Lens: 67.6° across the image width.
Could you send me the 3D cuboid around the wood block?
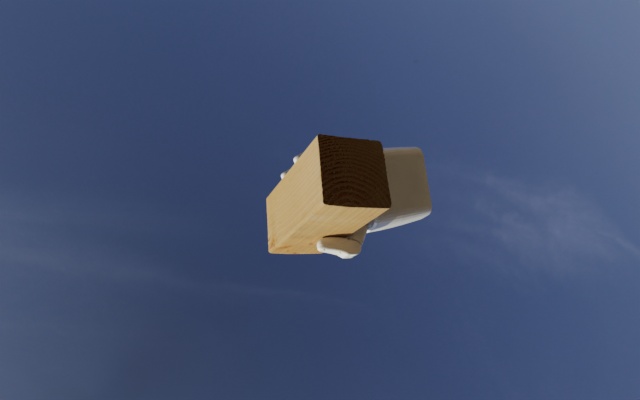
[{"bbox_3d":[0.000,0.002,0.642,0.090,0.090,0.206,3,-22,-23],"label":"wood block"}]
